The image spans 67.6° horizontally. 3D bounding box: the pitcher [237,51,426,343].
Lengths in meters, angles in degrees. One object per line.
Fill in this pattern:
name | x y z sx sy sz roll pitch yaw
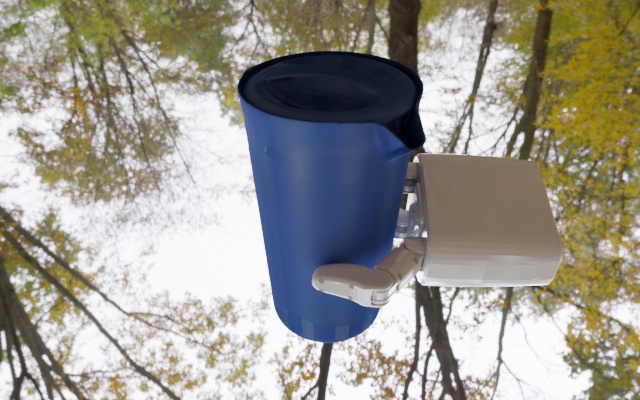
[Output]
pitcher | 0.000 0.001 0.417 0.145 0.243 0.149 1 36 1
